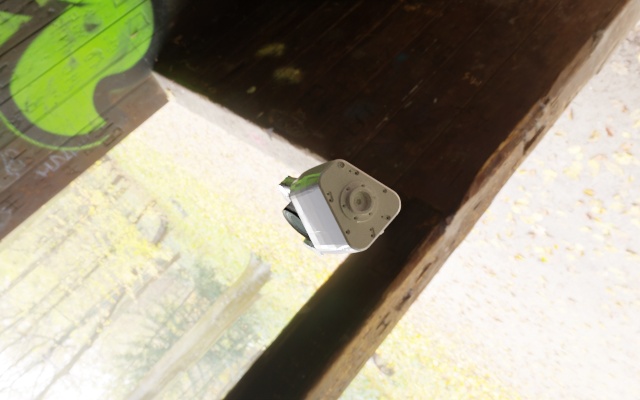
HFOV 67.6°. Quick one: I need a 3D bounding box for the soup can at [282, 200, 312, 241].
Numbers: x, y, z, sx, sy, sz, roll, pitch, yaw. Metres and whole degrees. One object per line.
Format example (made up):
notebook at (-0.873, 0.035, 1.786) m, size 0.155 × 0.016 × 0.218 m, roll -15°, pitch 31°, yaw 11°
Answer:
soup can at (0.000, 0.002, 0.717) m, size 0.102 × 0.068 × 0.068 m, roll -46°, pitch 18°, yaw -19°
